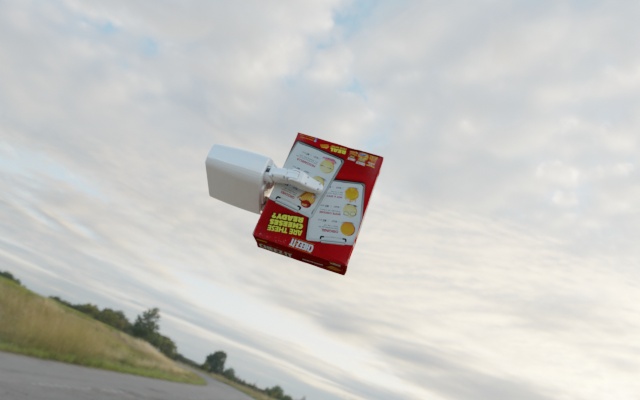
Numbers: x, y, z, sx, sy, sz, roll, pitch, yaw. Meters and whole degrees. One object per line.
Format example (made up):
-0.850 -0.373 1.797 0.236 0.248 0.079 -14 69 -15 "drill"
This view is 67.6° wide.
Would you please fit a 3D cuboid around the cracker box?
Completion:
0.000 0.002 0.832 0.164 0.213 0.072 17 -24 9 "cracker box"
